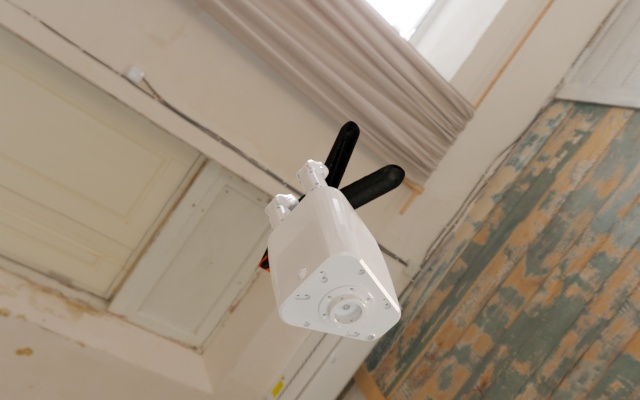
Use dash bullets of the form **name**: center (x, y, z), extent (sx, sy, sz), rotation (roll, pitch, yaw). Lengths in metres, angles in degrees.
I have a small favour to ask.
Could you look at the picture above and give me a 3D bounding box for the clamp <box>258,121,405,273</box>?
- **clamp**: center (0.000, 0.003, 0.568), extent (0.036, 0.210, 0.164), rotation (35, 20, -26)
